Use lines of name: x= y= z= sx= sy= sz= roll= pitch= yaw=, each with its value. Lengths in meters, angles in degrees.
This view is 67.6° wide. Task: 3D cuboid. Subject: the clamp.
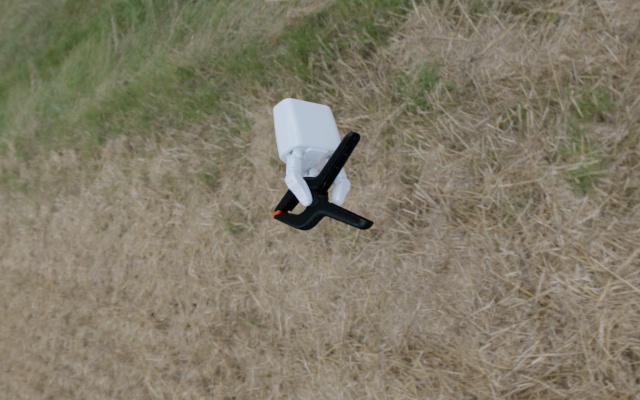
clamp: x=-0.001 y=0.002 z=0.794 sx=0.210 sy=0.164 sz=0.036 roll=-31 pitch=-33 yaw=34
